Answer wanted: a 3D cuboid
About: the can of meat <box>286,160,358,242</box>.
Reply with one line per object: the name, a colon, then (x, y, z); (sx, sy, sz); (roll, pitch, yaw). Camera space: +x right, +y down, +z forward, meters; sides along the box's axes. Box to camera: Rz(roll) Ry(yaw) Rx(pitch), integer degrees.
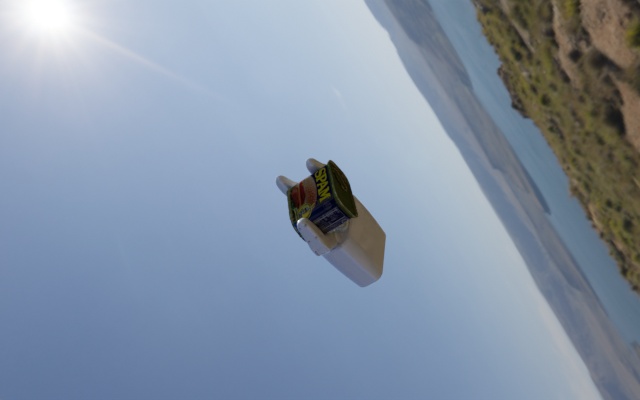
can of meat: (0.000, 0.002, 0.703); (0.084, 0.102, 0.057); (-32, -52, 18)
